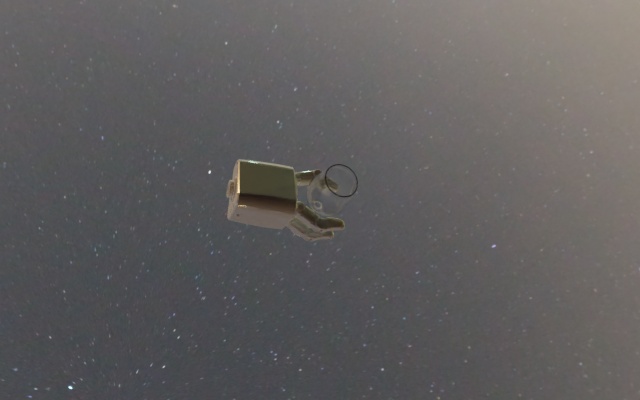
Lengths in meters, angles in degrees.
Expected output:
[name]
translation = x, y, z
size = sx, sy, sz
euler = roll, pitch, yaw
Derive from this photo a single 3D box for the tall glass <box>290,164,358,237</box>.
[tall glass]
translation = 0.000, 0.003, 0.894
size = 0.079, 0.079, 0.201
euler = 0, -22, -23
